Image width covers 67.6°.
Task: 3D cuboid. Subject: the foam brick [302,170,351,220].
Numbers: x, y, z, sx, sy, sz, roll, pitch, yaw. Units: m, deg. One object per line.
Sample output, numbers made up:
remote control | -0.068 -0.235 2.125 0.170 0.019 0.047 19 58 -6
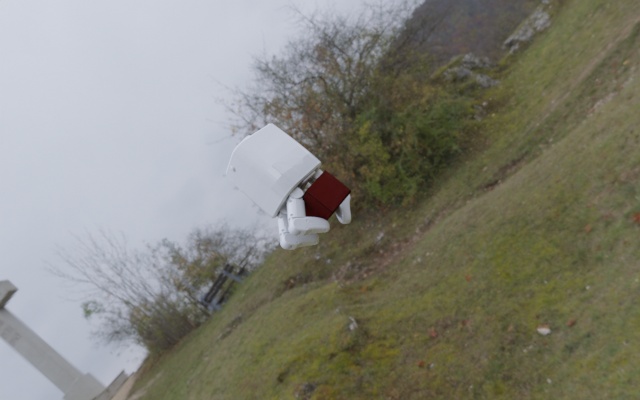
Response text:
foam brick | 0.000 0.002 0.725 0.053 0.051 0.078 -47 -3 -34
